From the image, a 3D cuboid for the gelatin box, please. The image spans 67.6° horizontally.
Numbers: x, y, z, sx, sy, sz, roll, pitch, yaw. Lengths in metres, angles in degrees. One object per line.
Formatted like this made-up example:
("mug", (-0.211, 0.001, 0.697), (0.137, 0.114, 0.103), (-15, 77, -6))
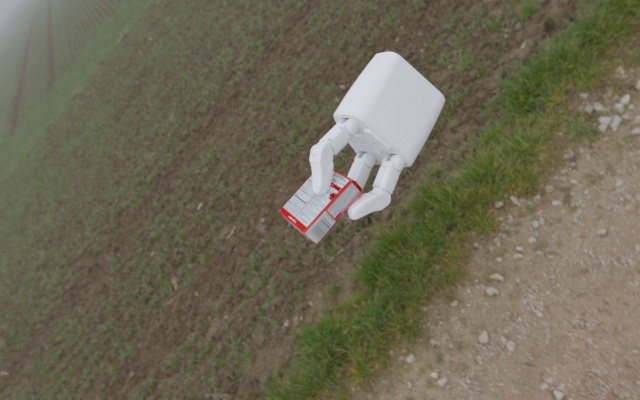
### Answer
("gelatin box", (0.000, 0.002, 0.598), (0.030, 0.089, 0.073), (46, -6, -36))
